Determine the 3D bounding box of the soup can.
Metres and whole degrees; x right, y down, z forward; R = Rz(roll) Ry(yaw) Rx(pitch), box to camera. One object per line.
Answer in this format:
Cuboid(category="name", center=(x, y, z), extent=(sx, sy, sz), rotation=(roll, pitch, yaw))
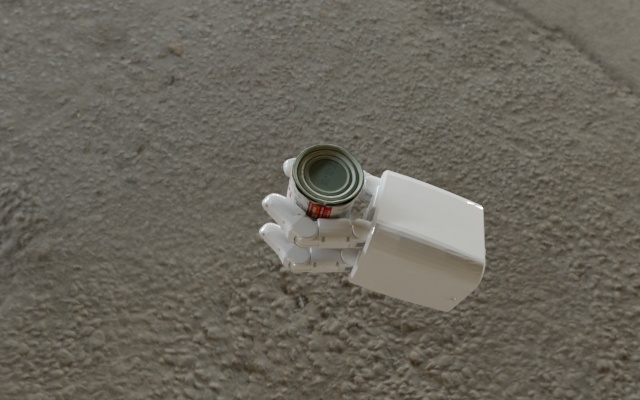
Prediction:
Cuboid(category="soup can", center=(0.000, 0.001, 0.467), extent=(0.068, 0.068, 0.102), rotation=(0, -31, -10))
